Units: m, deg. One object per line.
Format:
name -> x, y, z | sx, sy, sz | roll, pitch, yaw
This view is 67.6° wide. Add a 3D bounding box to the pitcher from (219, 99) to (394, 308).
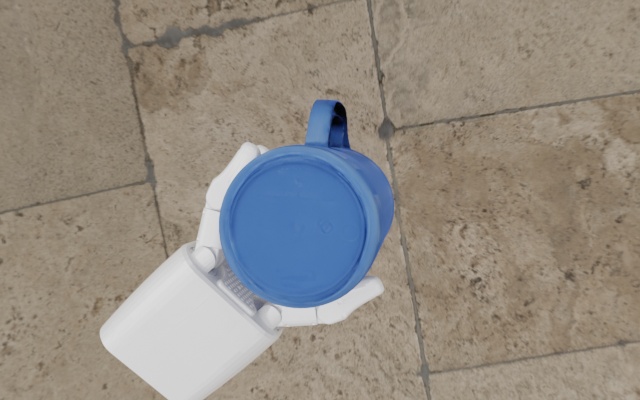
pitcher -> 0.000, 0.002, 0.421 | 0.145, 0.149, 0.243 | -41, -3, 7
